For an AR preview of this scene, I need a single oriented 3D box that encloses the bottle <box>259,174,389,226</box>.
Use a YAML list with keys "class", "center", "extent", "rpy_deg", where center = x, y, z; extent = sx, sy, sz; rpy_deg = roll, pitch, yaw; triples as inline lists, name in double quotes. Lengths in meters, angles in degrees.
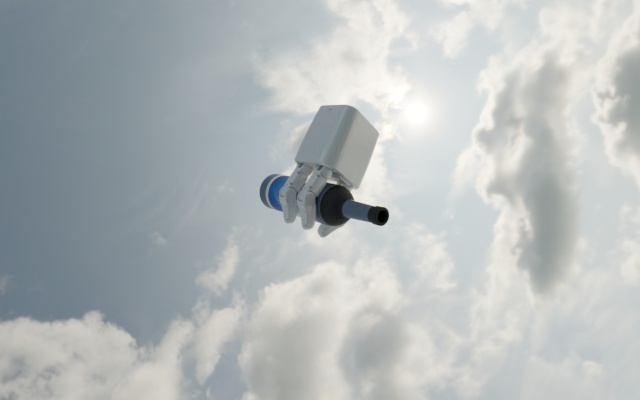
- class: "bottle"
  center: [0.000, 0.003, 0.781]
  extent: [0.069, 0.069, 0.295]
  rpy_deg: [0, 8, -36]
